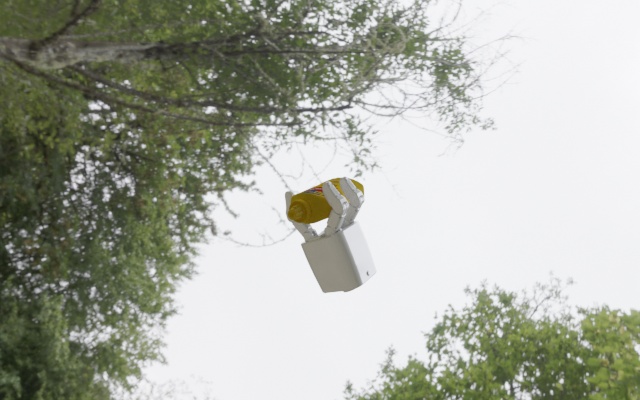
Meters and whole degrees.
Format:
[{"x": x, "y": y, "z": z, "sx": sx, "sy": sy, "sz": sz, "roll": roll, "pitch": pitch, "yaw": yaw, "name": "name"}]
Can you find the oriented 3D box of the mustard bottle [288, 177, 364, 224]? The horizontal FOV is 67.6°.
[{"x": 0.000, "y": 0.003, "z": 0.891, "sx": 0.096, "sy": 0.058, "sz": 0.191, "roll": 7, "pitch": 18, "yaw": 31, "name": "mustard bottle"}]
